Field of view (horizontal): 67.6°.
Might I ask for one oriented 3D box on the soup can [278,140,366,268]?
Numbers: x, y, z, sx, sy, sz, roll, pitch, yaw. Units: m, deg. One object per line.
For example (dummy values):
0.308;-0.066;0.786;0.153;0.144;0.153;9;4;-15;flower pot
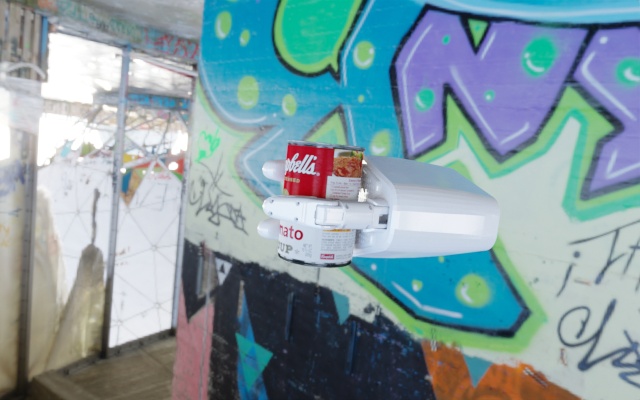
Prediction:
0.000;0.002;0.417;0.068;0.102;0.068;6;6;-1;soup can
